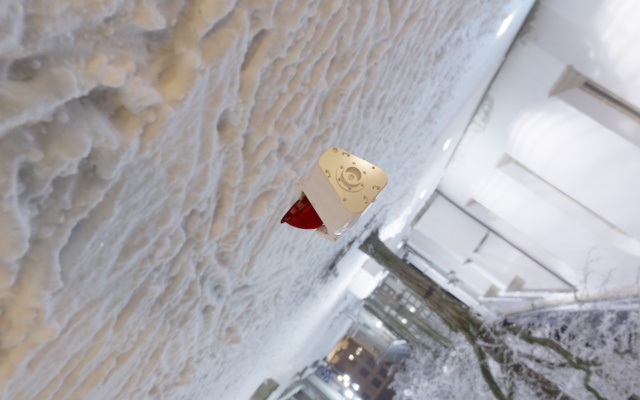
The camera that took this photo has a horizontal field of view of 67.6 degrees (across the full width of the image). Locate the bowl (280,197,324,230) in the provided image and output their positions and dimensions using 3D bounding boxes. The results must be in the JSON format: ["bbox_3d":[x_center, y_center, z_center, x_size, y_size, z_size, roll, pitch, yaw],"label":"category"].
[{"bbox_3d":[0.000,0.003,0.893,0.162,0.055,0.162,-43,8,7],"label":"bowl"}]
